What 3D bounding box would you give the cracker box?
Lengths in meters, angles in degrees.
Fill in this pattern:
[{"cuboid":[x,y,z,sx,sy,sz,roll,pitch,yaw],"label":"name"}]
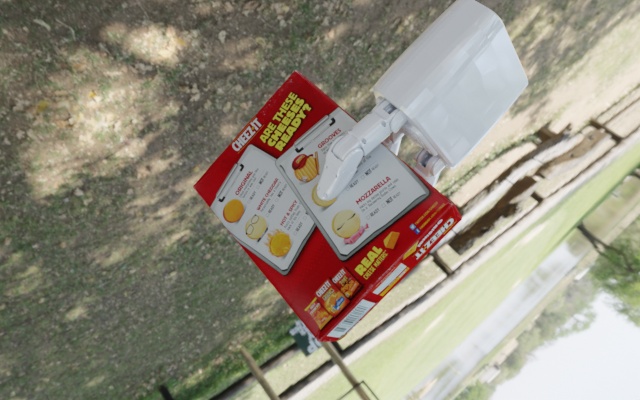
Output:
[{"cuboid":[0.000,0.002,0.467,0.213,0.164,0.072,45,6,27],"label":"cracker box"}]
